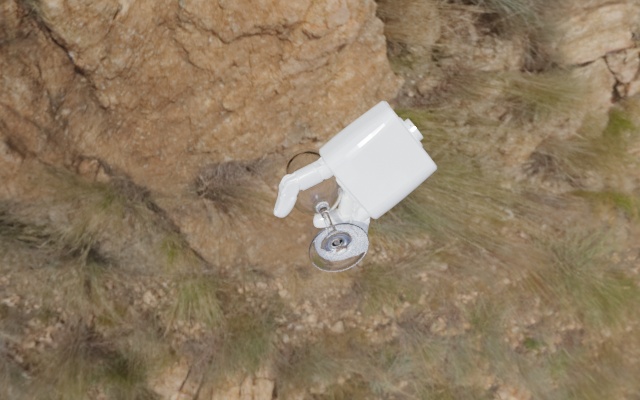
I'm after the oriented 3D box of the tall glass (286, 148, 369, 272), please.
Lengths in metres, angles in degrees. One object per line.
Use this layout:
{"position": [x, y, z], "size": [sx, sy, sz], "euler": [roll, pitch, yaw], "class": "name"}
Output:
{"position": [0.000, 0.003, 0.647], "size": [0.079, 0.079, 0.201], "euler": [0, 33, -16], "class": "tall glass"}
